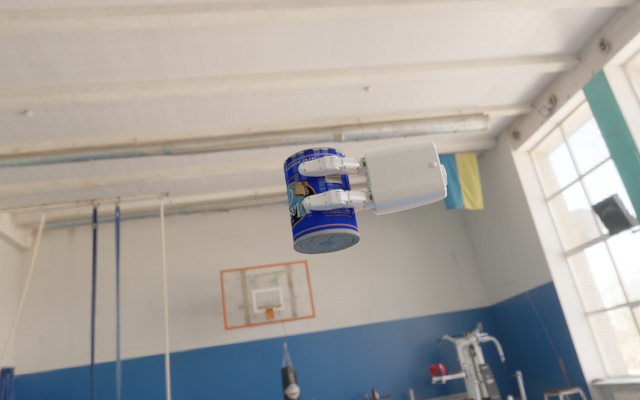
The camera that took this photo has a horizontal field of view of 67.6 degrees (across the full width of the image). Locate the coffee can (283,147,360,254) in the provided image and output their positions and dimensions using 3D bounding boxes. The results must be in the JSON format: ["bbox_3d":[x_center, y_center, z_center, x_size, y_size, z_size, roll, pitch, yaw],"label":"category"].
[{"bbox_3d":[0.000,0.003,0.749,0.103,0.140,0.103,-8,-21,-3],"label":"coffee can"}]
